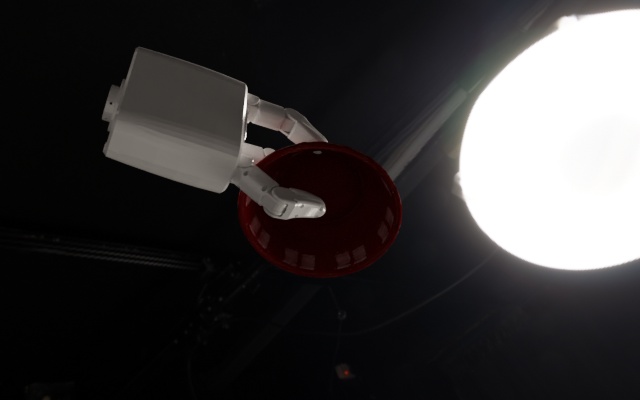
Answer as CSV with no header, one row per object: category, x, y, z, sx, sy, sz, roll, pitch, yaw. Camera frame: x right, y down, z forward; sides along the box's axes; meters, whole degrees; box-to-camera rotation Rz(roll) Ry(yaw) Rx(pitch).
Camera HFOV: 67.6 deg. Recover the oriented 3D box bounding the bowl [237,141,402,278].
bowl,0.001,0.002,0.490,0.162,0.162,0.055,0,33,4
